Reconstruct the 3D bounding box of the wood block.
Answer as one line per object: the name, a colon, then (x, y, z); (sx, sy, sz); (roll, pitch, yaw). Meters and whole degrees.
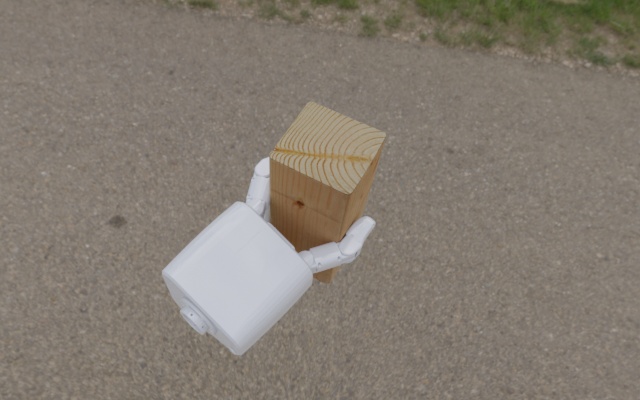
wood block: (0.000, 0.002, 0.551); (0.091, 0.090, 0.206); (26, -32, 11)
